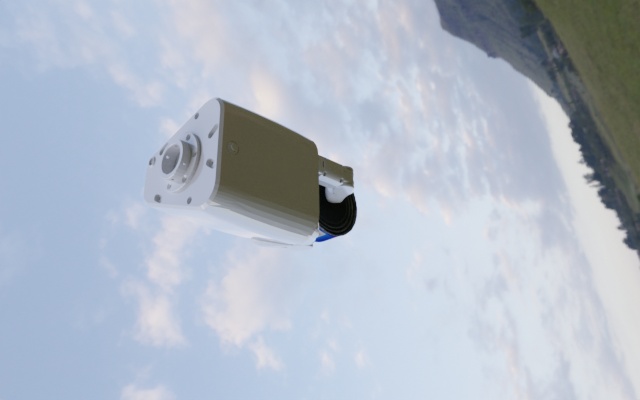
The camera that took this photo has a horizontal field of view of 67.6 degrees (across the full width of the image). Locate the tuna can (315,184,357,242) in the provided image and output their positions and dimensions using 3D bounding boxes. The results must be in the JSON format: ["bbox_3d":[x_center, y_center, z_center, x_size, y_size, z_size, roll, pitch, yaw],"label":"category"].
[{"bbox_3d":[0.000,0.002,0.524,0.034,0.086,0.086,-23,-15,39],"label":"tuna can"}]
